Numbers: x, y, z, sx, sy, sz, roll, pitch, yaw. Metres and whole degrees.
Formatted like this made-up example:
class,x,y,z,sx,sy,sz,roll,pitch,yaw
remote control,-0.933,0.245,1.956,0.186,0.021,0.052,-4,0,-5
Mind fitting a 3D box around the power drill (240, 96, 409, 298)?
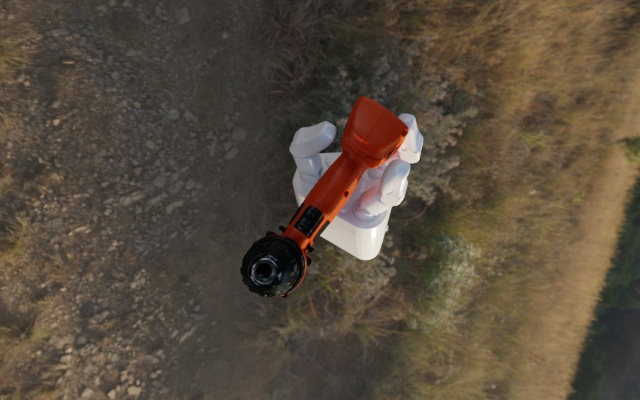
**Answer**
class,x,y,z,sx,sy,sz,roll,pitch,yaw
power drill,0.000,0.001,0.425,0.057,0.187,0.184,37,-4,1
